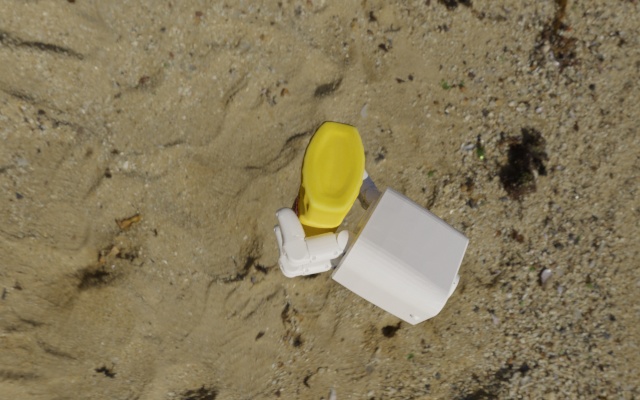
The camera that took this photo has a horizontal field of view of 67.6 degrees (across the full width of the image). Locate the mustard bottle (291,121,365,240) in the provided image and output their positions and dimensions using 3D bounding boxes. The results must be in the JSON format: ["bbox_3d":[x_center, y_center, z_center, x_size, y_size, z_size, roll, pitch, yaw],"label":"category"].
[{"bbox_3d":[0.000,0.001,0.519,0.058,0.096,0.192,9,-23,-5],"label":"mustard bottle"}]
